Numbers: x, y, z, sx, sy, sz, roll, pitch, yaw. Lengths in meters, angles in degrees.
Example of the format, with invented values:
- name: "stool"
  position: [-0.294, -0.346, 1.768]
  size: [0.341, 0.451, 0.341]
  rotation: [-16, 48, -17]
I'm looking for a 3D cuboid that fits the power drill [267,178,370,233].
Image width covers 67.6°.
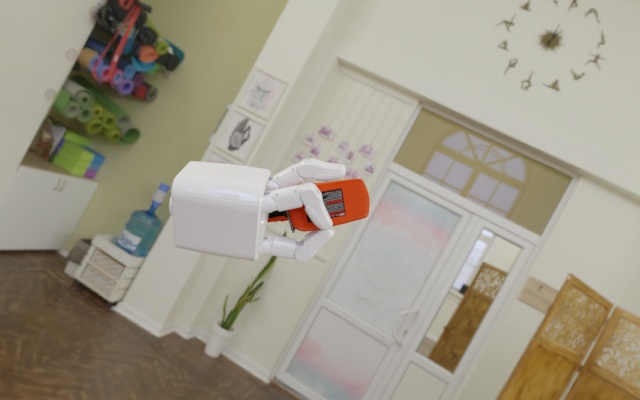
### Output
- name: "power drill"
  position: [0.000, 0.002, 0.681]
  size: [0.184, 0.057, 0.187]
  rotation: [-12, 3, -17]
